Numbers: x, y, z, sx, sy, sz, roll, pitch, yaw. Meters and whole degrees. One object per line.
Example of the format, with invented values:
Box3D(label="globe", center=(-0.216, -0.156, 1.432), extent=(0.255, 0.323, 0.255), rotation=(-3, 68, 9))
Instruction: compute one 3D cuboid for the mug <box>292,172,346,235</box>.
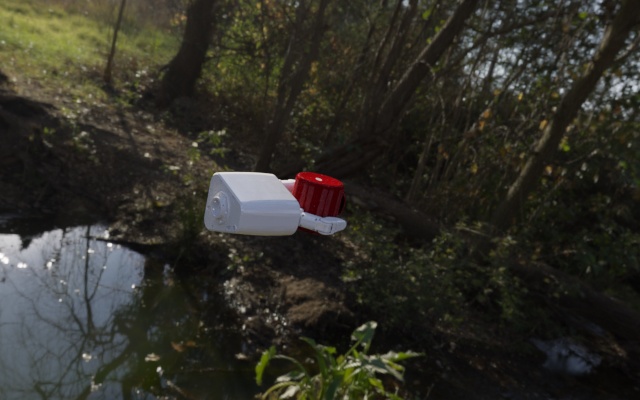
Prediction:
Box3D(label="mug", center=(0.001, 0.002, 0.800), extent=(0.117, 0.081, 0.093), rotation=(0, 19, -43))
